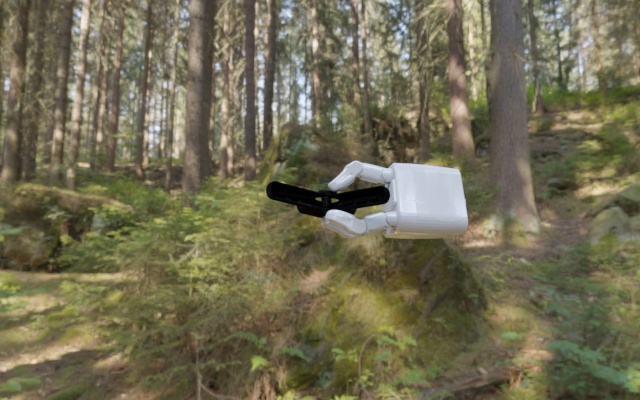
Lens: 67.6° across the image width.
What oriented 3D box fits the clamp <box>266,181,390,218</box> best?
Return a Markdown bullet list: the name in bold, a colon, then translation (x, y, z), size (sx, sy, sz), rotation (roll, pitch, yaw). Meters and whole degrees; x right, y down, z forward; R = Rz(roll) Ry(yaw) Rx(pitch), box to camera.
- **clamp**: translation (0.000, 0.002, 0.718), size (0.164, 0.036, 0.210), rotation (5, -9, -6)
